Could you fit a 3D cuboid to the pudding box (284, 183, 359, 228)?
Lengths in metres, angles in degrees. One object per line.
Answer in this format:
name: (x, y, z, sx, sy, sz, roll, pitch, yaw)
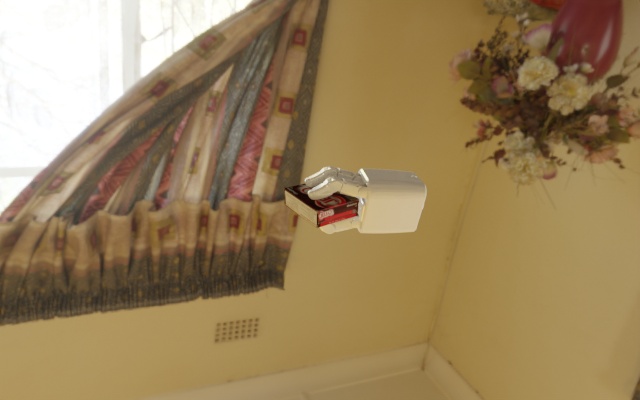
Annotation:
pudding box: (0.000, 0.003, 0.853, 0.090, 0.039, 0.113, -14, 27, -32)
